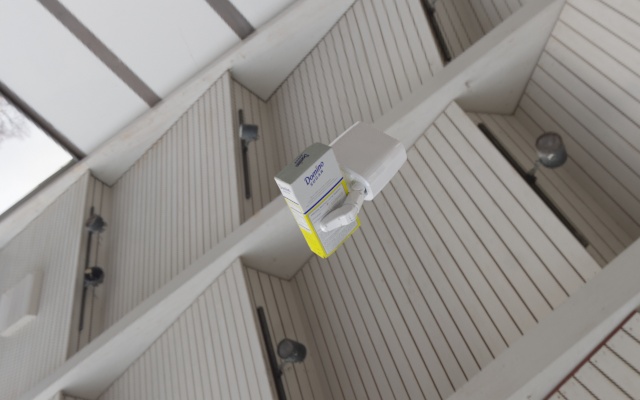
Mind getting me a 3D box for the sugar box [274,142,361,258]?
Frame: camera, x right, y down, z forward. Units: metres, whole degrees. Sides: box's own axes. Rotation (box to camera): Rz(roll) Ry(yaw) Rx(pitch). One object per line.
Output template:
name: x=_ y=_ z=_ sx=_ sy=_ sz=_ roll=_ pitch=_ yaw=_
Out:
sugar box: x=0.000 y=0.002 z=0.761 sx=0.093 sy=0.176 sz=0.048 roll=-43 pitch=43 yaw=-21
